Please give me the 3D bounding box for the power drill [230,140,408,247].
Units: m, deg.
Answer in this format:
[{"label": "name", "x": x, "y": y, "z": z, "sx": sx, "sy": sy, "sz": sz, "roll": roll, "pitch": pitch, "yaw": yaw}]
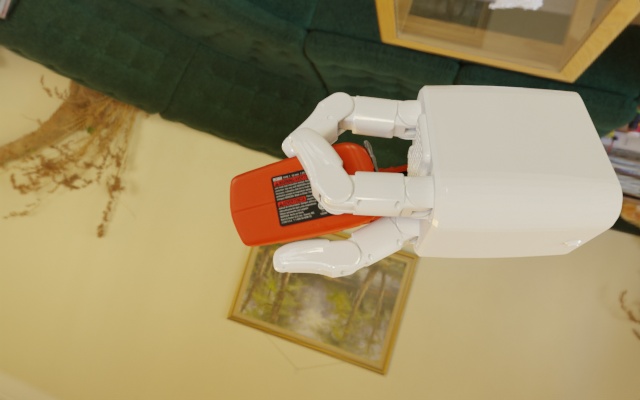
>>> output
[{"label": "power drill", "x": 0.000, "y": 0.001, "z": 0.408, "sx": 0.184, "sy": 0.057, "sz": 0.187, "roll": -16, "pitch": -4, "yaw": 18}]
